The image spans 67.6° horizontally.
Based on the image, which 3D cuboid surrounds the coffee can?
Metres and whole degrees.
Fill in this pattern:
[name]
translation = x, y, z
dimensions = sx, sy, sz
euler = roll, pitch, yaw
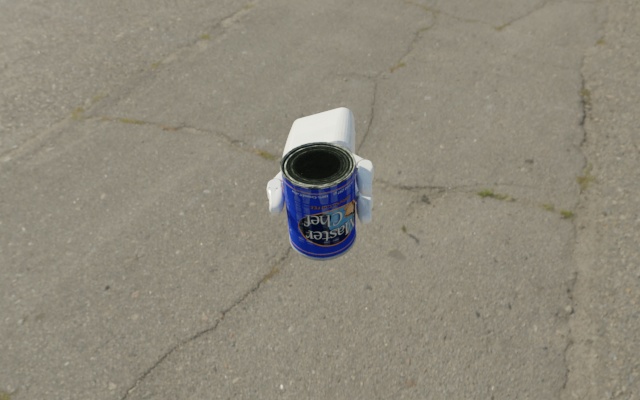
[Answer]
[coffee can]
translation = 0.000, 0.002, 0.684
dimensions = 0.103, 0.140, 0.102
euler = -2, 41, 2
